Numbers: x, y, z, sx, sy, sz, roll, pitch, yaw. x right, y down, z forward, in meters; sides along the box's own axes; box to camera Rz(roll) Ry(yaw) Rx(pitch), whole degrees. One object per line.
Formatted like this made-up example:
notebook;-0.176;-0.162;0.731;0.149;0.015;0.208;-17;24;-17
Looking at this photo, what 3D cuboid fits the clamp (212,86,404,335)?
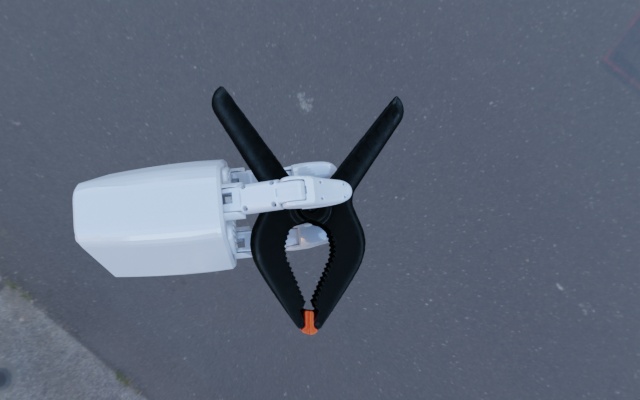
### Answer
clamp;0.000;0.002;0.399;0.164;0.210;0.036;-6;-7;-7
